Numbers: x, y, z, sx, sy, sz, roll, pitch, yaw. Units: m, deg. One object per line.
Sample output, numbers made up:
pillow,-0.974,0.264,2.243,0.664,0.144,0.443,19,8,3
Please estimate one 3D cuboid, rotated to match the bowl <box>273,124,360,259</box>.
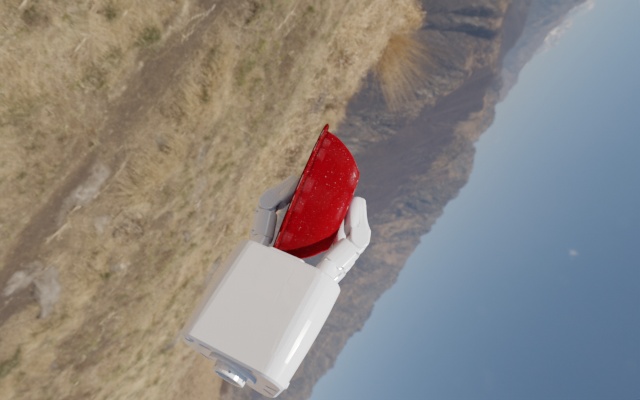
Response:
bowl,0.001,0.001,0.518,0.055,0.162,0.162,22,0,-1
